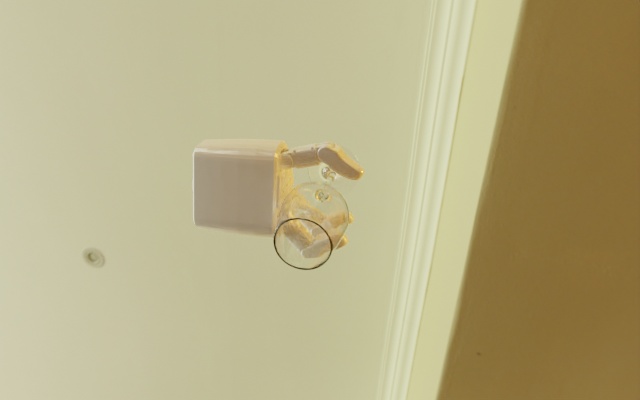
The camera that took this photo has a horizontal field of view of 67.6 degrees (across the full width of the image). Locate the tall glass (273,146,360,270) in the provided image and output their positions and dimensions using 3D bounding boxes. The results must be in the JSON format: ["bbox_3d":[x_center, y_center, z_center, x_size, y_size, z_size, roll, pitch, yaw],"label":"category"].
[{"bbox_3d":[0.000,0.002,0.570,0.079,0.079,0.201,0,26,12],"label":"tall glass"}]
